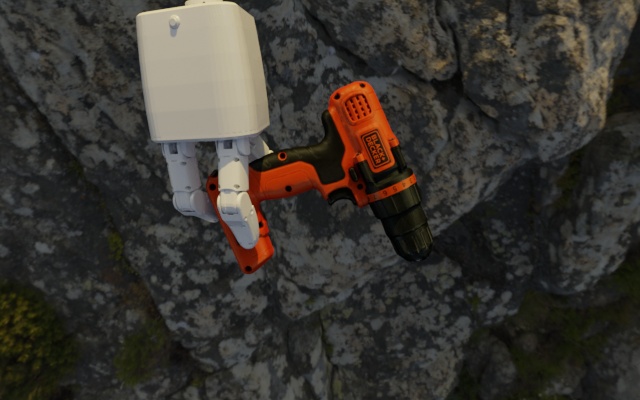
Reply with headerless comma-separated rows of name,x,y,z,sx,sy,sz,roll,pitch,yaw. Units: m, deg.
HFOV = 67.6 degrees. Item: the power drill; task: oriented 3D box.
power drill,0.000,0.001,0.465,0.187,0.184,0.057,-24,3,0
